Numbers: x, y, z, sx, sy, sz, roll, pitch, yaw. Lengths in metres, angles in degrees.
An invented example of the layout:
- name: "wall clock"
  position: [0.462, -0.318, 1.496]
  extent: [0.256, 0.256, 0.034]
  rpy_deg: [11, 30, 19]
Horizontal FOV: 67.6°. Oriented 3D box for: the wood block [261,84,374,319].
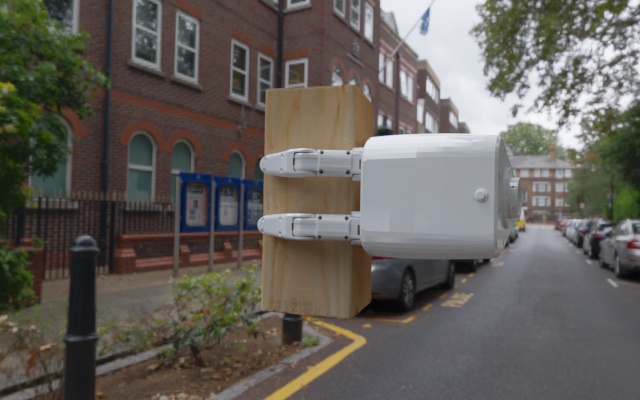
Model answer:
- name: "wood block"
  position: [0.001, 0.001, 0.472]
  extent: [0.090, 0.206, 0.091]
  rpy_deg: [1, -2, 17]
